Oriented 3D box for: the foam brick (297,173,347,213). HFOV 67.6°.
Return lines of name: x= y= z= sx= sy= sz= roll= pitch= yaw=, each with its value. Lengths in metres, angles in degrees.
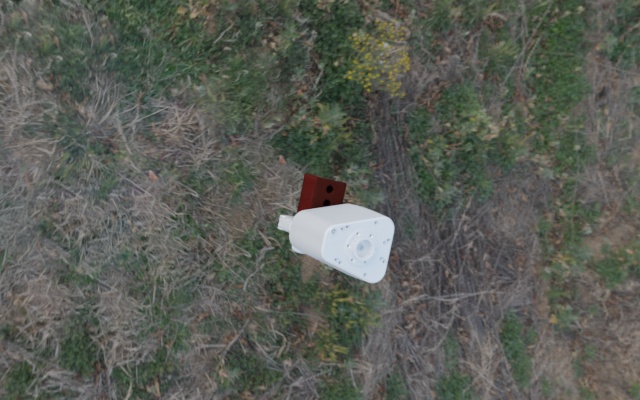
foam brick: x=0.000 y=0.002 z=0.737 sx=0.053 sy=0.078 sz=0.051 roll=10 pitch=2 yaw=-26
